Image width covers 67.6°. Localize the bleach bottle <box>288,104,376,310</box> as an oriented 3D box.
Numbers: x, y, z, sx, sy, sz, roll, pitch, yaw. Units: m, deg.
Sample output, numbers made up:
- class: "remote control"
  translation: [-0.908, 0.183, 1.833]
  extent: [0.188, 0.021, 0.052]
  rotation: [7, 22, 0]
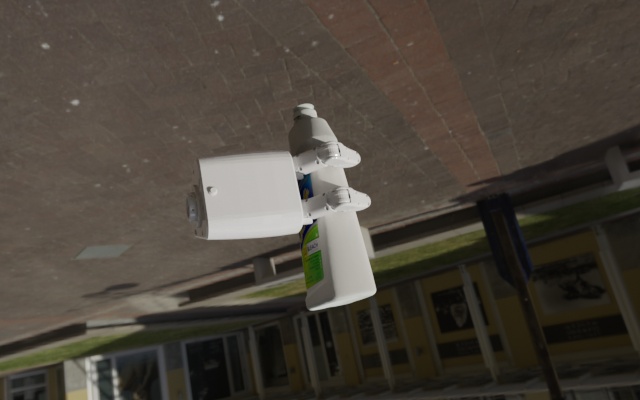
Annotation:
- class: "bleach bottle"
  translation: [0.000, 0.002, 0.593]
  extent: [0.068, 0.250, 0.102]
  rotation: [-5, -17, -23]
